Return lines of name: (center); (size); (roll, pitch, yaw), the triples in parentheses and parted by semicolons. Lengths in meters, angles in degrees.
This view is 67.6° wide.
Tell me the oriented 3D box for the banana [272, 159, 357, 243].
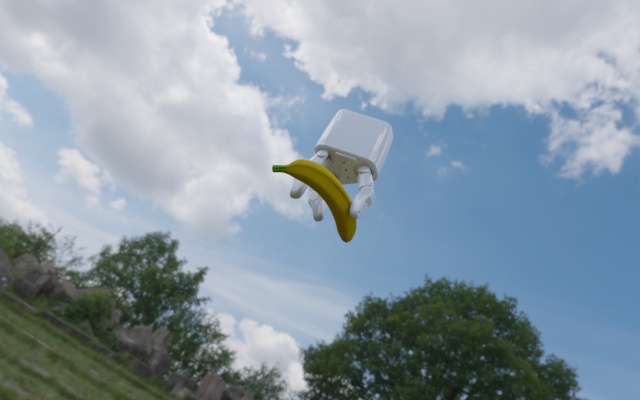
banana: (0.012, -0.004, 0.759); (0.069, 0.037, 0.198); (-17, -52, 39)
